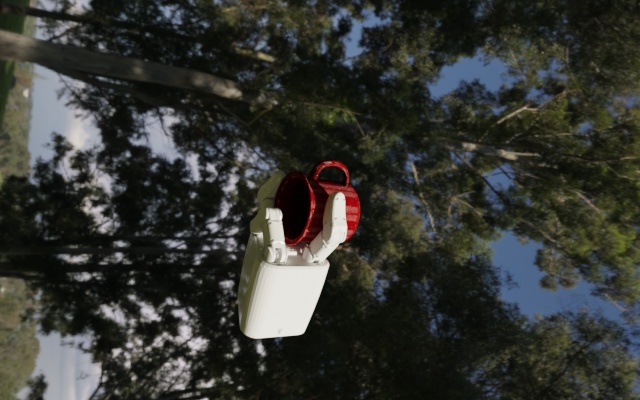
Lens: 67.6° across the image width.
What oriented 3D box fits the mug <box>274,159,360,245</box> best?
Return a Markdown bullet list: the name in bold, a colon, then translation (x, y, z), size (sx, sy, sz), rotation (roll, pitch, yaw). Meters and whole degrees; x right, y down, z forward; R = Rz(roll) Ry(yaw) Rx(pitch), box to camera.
- **mug**: translation (0.001, 0.001, 0.615), size (0.081, 0.117, 0.093), rotation (6, 22, -33)
